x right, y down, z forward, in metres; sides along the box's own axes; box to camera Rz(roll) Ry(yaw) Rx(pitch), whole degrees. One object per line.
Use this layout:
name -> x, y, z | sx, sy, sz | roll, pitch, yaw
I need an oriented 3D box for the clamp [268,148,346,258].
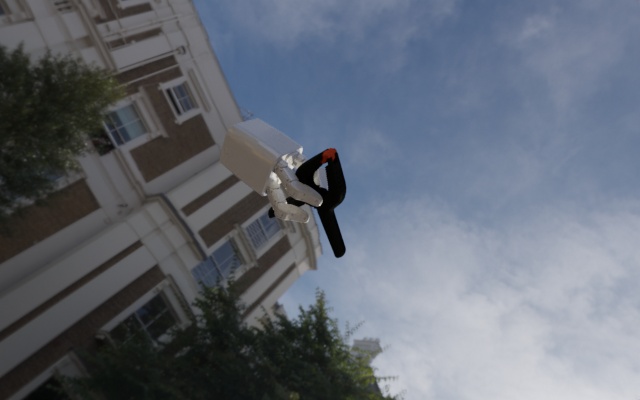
clamp -> 0.000, 0.002, 0.826 | 0.164, 0.210, 0.036 | 34, 44, 8
